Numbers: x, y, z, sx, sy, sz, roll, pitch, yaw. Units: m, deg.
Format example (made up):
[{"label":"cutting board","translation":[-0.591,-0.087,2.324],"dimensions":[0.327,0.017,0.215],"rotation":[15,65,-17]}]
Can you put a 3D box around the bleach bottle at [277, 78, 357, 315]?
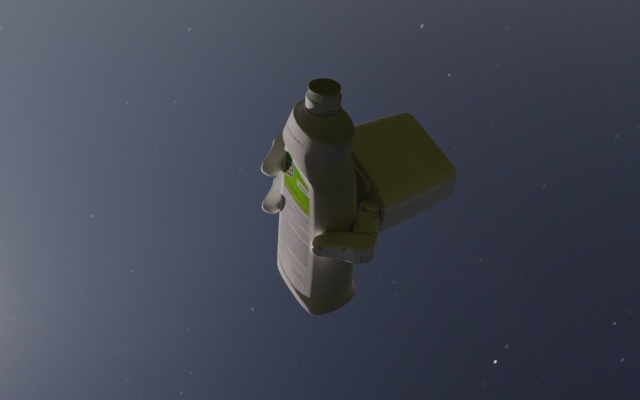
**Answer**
[{"label":"bleach bottle","translation":[0.000,0.002,0.479],"dimensions":[0.068,0.251,0.102],"rotation":[-22,49,-26]}]
